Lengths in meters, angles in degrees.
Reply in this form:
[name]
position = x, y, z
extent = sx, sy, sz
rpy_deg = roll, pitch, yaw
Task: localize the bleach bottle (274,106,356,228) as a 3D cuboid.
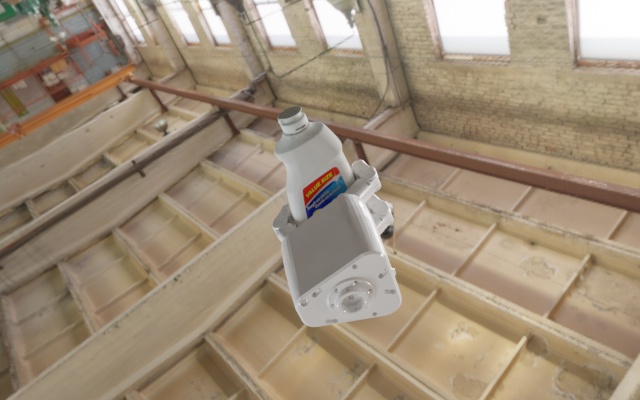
[bleach bottle]
position = 0.000, 0.002, 0.600
extent = 0.102, 0.251, 0.068
rpy_deg = -22, 33, 2
